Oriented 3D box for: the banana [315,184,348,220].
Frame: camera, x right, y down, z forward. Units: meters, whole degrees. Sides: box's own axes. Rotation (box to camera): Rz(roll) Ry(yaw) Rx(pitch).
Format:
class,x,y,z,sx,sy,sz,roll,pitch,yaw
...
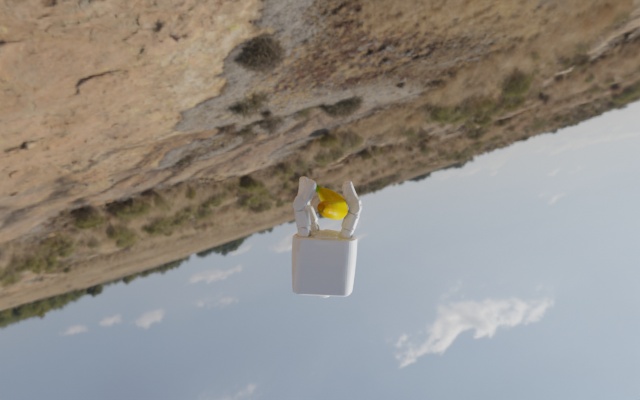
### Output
class,x,y,z,sx,sy,sz,roll,pitch,yaw
banana,0.017,0.008,0.853,0.069,0.037,0.197,18,8,-9
